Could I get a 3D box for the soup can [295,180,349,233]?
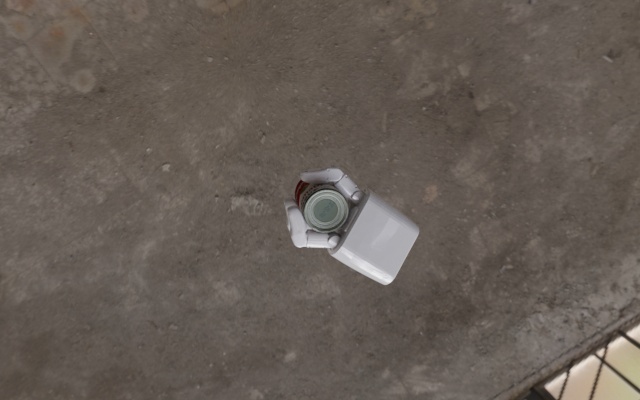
[{"bbox_3d":[0.000,0.002,0.725,0.068,0.068,0.102,0,16,-10],"label":"soup can"}]
